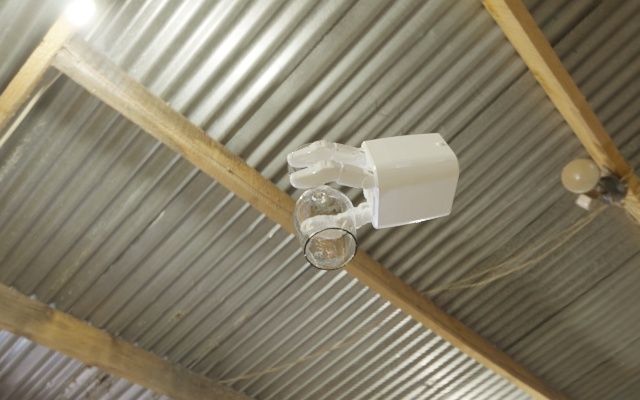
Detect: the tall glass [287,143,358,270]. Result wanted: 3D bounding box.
[{"bbox_3d":[0.000,0.002,0.623,0.079,0.079,0.201,0,33,-8],"label":"tall glass"}]
